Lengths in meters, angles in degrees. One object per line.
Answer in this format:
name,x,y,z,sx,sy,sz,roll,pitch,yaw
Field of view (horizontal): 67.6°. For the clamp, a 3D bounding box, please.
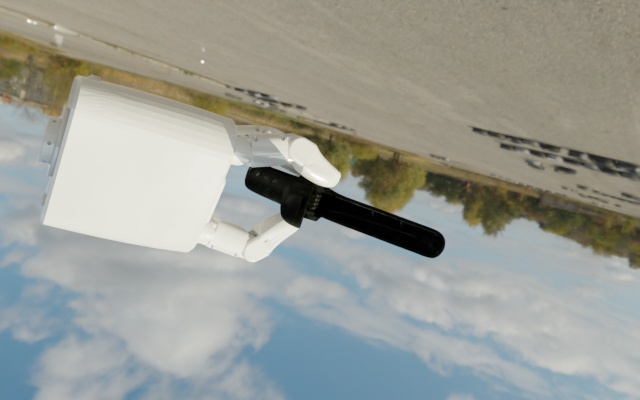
clamp,-0.001,0.002,0.437,0.164,0.036,0.210,18,5,-32
